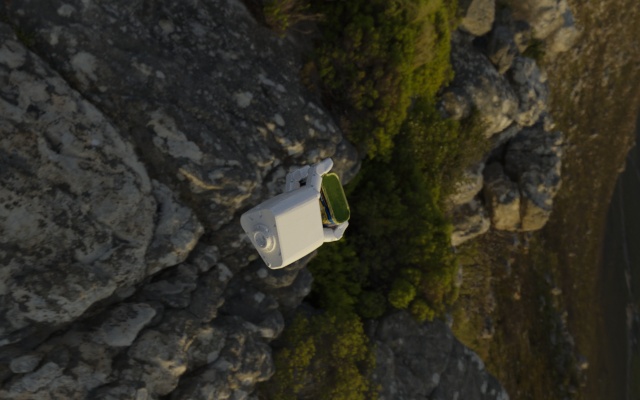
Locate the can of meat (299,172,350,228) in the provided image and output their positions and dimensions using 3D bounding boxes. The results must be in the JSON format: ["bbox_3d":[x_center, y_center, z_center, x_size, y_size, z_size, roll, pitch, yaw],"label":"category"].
[{"bbox_3d":[0.000,0.003,0.897,0.084,0.102,0.057,-16,5,43],"label":"can of meat"}]
